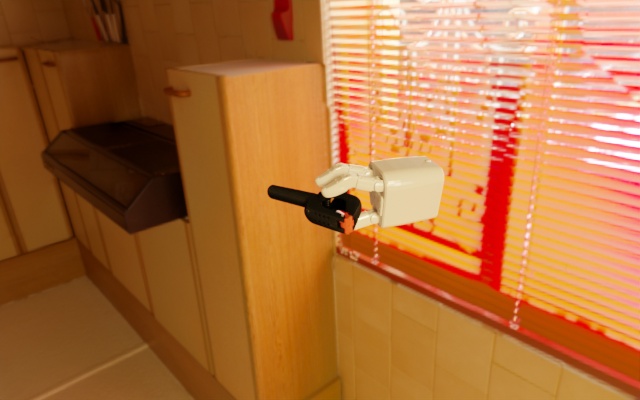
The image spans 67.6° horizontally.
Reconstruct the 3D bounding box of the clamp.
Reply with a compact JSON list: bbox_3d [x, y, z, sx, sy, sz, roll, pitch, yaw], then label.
[{"bbox_3d":[0.001,0.004,0.804,0.164,0.036,0.210,-9,24,-9],"label":"clamp"}]
